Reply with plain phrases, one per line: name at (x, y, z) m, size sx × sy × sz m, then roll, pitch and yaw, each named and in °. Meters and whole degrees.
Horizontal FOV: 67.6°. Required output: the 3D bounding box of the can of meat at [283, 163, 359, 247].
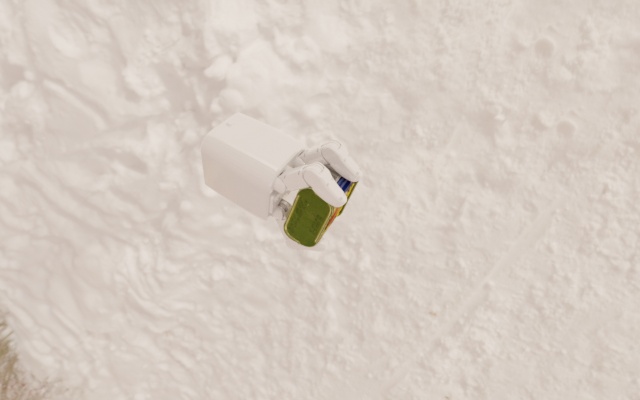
can of meat at (0.000, 0.002, 0.632) m, size 0.057 × 0.102 × 0.084 m, roll 31°, pitch 42°, yaw 7°
